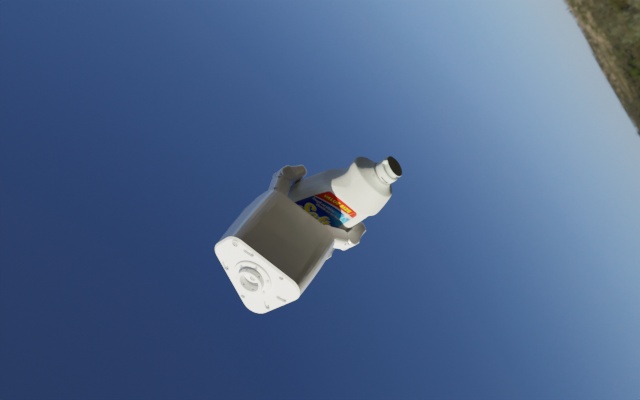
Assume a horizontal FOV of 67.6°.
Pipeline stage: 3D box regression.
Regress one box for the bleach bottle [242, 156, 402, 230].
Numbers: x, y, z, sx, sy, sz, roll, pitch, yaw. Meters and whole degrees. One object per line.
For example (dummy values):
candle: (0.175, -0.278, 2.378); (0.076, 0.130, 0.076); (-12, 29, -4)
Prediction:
bleach bottle: (0.000, 0.002, 0.663); (0.251, 0.102, 0.068); (-30, 14, 37)
